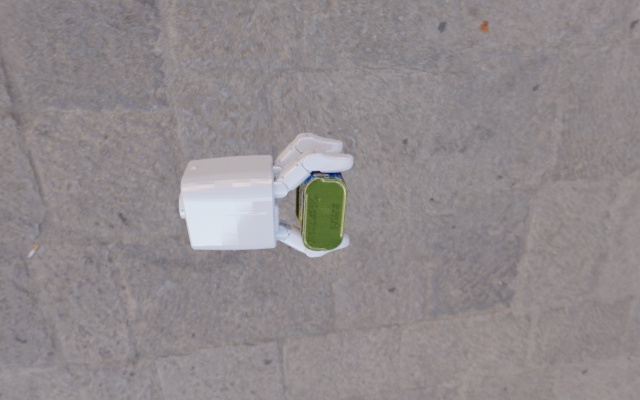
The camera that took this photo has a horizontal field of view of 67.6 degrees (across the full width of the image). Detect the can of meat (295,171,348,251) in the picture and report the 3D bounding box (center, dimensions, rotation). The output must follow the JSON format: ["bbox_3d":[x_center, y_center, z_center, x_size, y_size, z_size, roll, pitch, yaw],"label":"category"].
[{"bbox_3d":[0.000,0.002,0.599,0.057,0.102,0.084,0,24,-7],"label":"can of meat"}]
